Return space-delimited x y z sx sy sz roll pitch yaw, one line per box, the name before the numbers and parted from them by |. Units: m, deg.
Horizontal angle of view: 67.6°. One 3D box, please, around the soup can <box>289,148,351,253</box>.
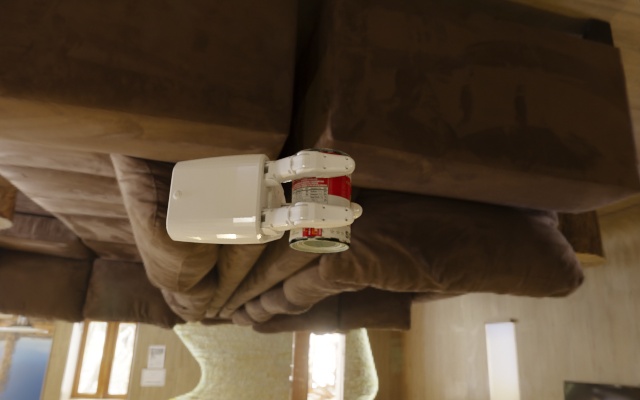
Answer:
soup can | 0.001 0.002 0.529 0.068 0.102 0.068 2 -17 0
